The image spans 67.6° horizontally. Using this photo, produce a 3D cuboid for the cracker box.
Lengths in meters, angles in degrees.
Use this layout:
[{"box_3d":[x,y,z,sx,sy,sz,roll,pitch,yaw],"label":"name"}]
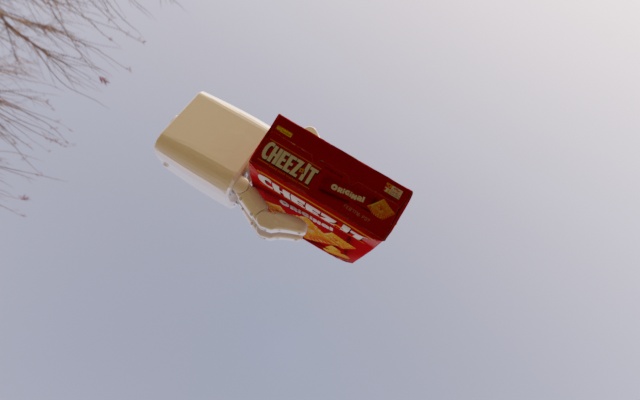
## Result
[{"box_3d":[0.000,0.002,0.585,0.164,0.072,0.214,30,-14,2],"label":"cracker box"}]
